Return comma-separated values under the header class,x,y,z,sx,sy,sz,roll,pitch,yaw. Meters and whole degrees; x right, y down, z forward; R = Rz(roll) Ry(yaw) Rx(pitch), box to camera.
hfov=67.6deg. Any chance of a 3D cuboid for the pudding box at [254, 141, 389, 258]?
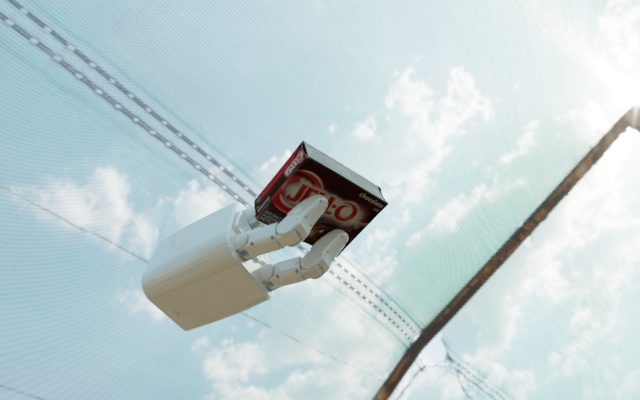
class,x,y,z,sx,sy,sz,roll,pitch,yaw
pudding box,0.000,0.002,0.507,0.113,0.090,0.039,27,28,-30
